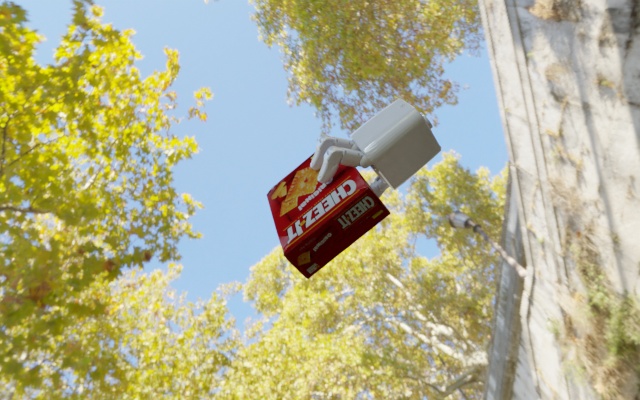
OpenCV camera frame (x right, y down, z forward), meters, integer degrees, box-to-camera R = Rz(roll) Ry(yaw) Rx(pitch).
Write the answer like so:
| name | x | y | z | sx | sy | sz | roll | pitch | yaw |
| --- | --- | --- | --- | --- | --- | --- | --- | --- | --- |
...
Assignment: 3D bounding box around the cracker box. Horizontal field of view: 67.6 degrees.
| name | x | y | z | sx | sy | sz | roll | pitch | yaw |
| --- | --- | --- | --- | --- | --- | --- | --- | --- | --- |
| cracker box | 0.000 | 0.003 | 0.792 | 0.164 | 0.072 | 0.213 | -40 | 28 | 7 |
